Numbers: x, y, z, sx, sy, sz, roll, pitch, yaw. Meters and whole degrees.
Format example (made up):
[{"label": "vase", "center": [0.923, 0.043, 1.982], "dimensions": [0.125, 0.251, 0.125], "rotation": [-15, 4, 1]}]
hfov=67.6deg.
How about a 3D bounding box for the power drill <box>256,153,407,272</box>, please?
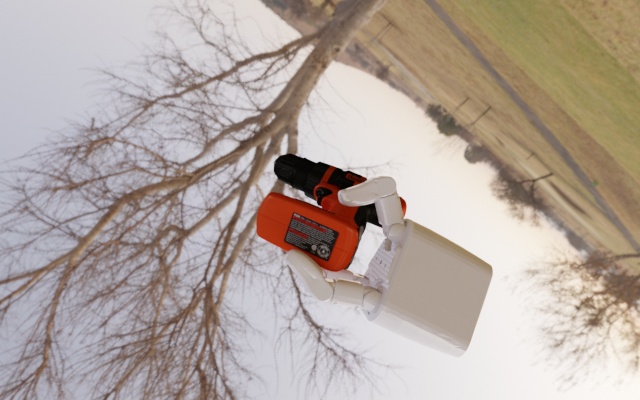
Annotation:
[{"label": "power drill", "center": [0.000, 0.002, 0.554], "dimensions": [0.184, 0.057, 0.187], "rotation": [22, 23, 13]}]
